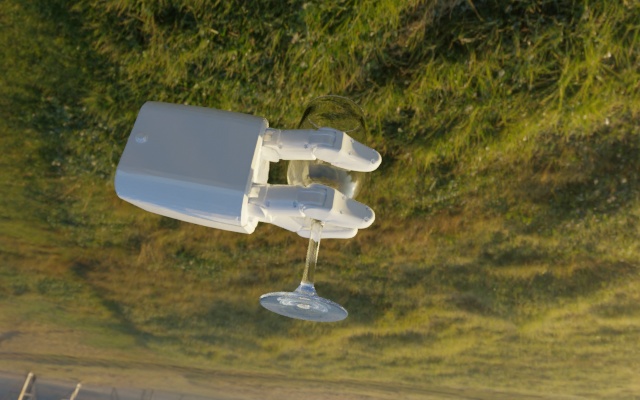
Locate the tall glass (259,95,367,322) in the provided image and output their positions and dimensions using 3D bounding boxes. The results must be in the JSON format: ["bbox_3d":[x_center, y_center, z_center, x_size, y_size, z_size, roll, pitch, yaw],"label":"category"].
[{"bbox_3d":[0.000,0.002,0.436,0.079,0.201,0.079,8,-27,4],"label":"tall glass"}]
